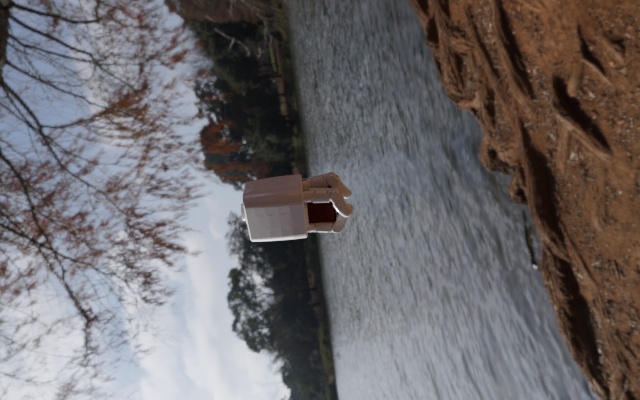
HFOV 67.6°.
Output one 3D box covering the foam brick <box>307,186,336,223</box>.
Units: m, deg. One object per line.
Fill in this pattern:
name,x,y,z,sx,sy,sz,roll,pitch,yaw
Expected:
foam brick,0.000,0.003,0.897,0.051,0.053,0.078,-4,21,-2
